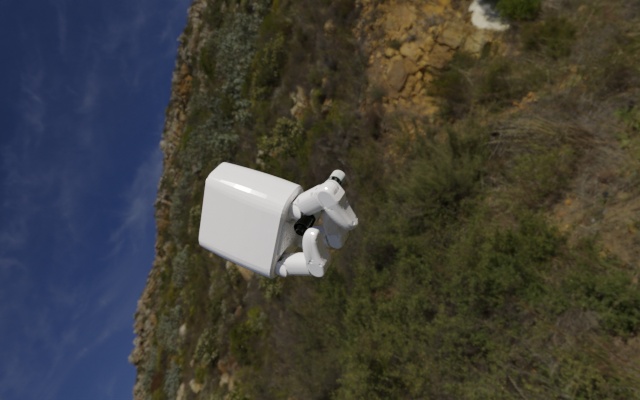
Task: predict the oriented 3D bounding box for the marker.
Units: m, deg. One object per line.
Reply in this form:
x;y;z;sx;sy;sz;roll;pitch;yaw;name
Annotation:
0.000;0.002;0.568;0.020;0.020;0.121;0;34;29;marker
